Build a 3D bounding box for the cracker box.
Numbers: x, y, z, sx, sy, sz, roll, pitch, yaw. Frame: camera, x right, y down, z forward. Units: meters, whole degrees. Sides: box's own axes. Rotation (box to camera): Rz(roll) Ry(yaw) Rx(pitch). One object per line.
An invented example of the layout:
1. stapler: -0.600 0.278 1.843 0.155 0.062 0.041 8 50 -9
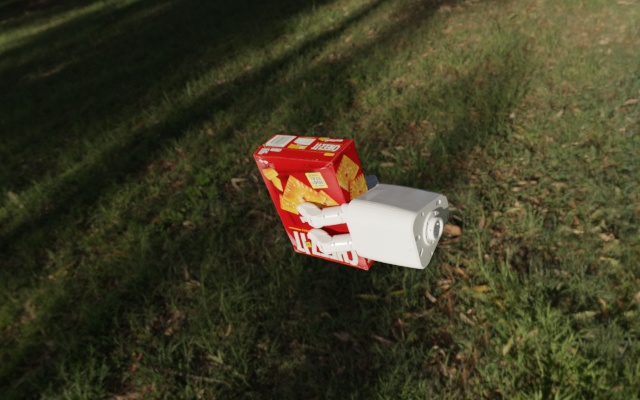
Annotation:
1. cracker box: 0.000 0.002 0.776 0.164 0.214 0.072 10 43 38
